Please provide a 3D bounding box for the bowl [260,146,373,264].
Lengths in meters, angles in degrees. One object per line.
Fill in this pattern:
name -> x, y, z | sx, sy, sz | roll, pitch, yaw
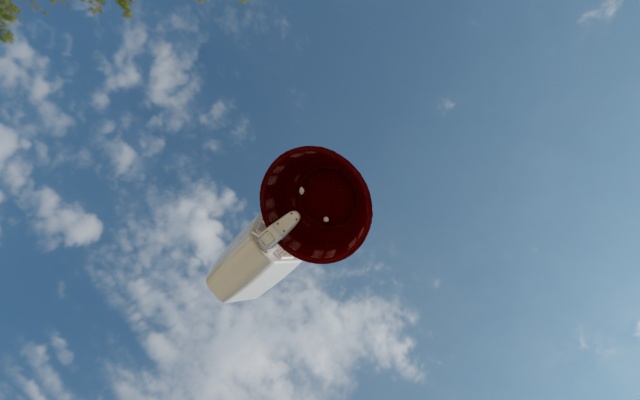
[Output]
bowl -> 0.001, 0.001, 0.651 | 0.162, 0.162, 0.055 | 0, 14, 23
